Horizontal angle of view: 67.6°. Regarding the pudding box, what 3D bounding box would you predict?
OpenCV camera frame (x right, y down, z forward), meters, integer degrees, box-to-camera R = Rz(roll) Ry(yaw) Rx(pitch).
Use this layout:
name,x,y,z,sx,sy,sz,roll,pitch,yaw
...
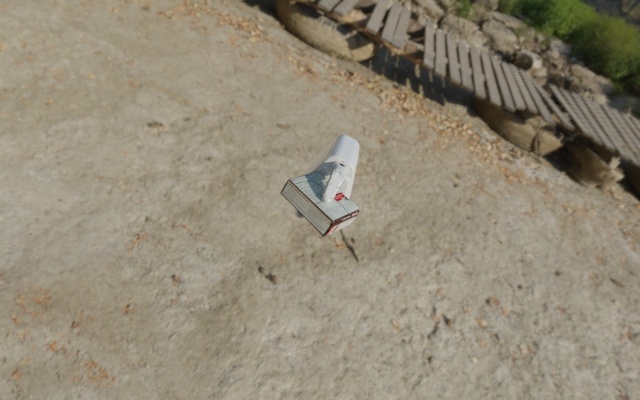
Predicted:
name,x,y,z,sx,sy,sz,roll,pitch,yaw
pudding box,0.000,0.003,0.823,0.113,0.039,0.090,42,34,19
